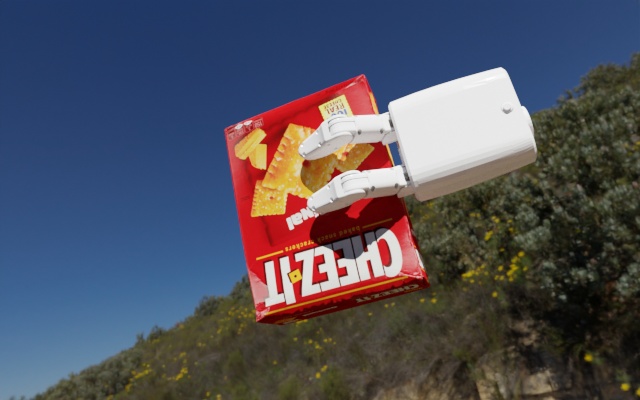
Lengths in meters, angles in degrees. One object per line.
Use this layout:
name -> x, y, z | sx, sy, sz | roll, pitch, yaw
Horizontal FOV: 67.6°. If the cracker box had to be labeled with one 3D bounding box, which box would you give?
cracker box -> 0.000, 0.001, 0.486 | 0.164, 0.213, 0.072 | -18, -20, 13
